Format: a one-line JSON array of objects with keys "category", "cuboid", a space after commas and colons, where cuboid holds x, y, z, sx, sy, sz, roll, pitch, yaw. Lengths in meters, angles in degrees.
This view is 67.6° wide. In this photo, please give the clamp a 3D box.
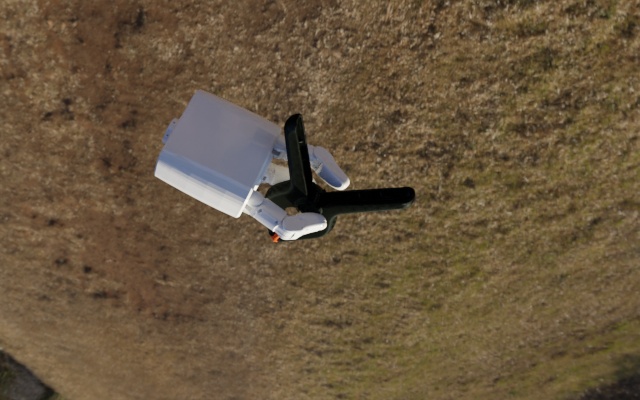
[{"category": "clamp", "cuboid": [-0.001, 0.003, 0.573, 0.164, 0.036, 0.210, 28, -39, -9]}]
